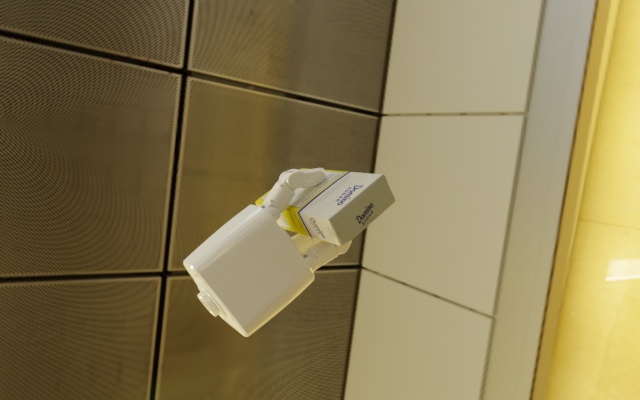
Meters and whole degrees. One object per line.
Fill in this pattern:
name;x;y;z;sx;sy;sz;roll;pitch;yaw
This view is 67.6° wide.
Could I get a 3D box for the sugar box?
sugar box;0.000;0.002;0.604;0.093;0.048;0.176;-38;28;-24
